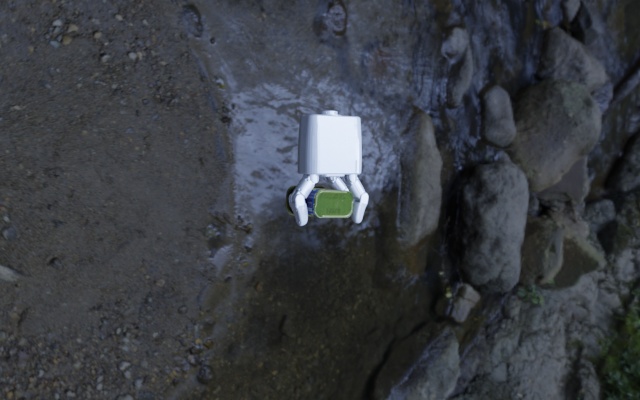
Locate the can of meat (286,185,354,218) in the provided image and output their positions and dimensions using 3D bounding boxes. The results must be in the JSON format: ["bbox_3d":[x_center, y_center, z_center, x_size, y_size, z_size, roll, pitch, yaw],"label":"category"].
[{"bbox_3d":[0.000,0.003,0.899,0.102,0.057,0.084,1,4,-41],"label":"can of meat"}]
